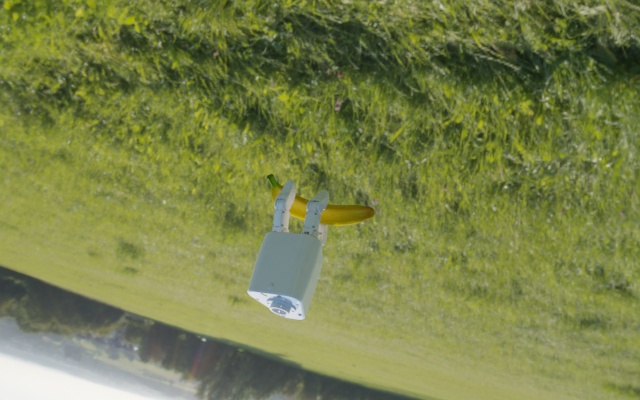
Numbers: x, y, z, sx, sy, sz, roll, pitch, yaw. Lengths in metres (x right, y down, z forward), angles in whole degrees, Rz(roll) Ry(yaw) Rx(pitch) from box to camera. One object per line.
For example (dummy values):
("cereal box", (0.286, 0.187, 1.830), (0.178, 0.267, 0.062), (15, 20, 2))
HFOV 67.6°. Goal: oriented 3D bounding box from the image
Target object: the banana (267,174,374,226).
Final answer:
("banana", (-0.006, 0.013, 0.847), (0.198, 0.037, 0.070), (17, -36, 3))
